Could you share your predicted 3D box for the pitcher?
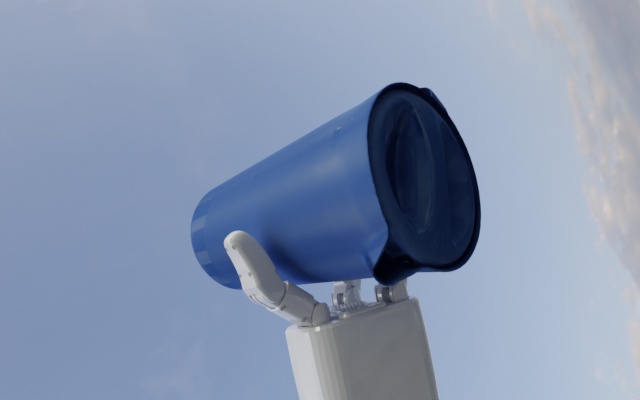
[{"bbox_3d":[0.000,0.002,0.408,0.243,0.145,0.149,-18,-6,43],"label":"pitcher"}]
